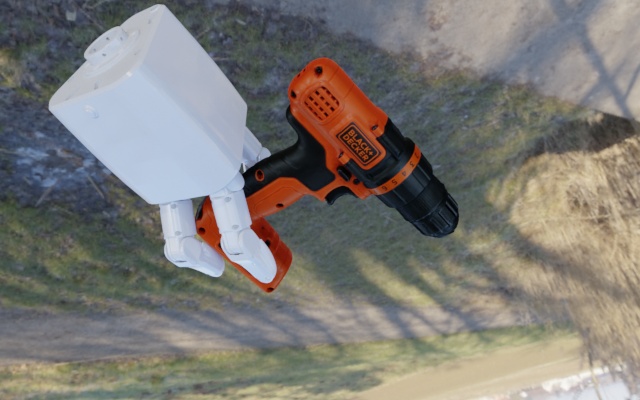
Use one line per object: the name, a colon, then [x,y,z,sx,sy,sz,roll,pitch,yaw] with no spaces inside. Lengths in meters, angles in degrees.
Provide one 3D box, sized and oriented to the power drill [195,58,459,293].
power drill: [0.000,0.001,0.412,0.188,0.184,0.057,-38,18,22]
